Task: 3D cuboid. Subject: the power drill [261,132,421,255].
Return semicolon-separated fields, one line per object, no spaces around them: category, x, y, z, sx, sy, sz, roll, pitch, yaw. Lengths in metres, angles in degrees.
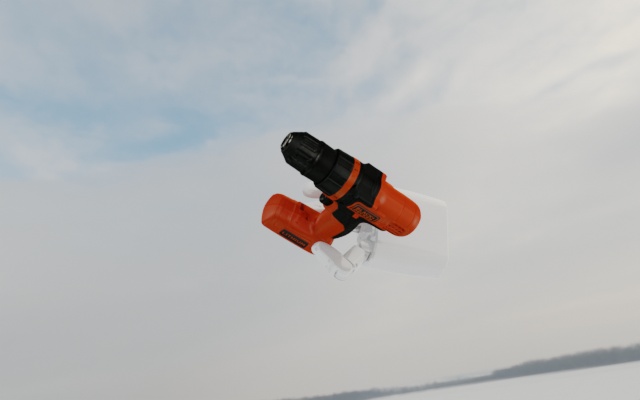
power drill;0.000;0.002;0.584;0.184;0.057;0.188;33;-30;-19
